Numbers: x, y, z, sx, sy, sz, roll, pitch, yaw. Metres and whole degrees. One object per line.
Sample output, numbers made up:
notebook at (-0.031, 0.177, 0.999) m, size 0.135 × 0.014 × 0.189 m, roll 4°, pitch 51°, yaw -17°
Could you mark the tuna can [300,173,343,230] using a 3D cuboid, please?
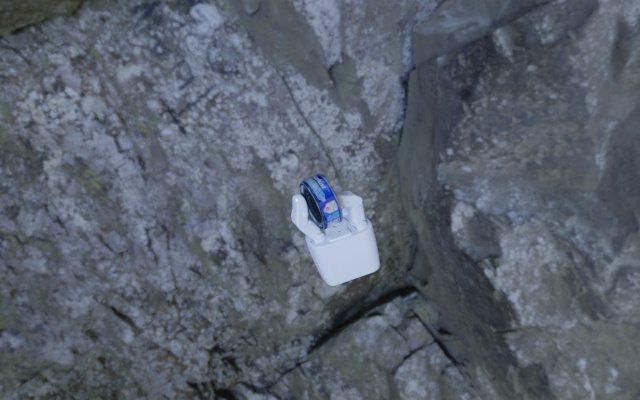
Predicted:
tuna can at (0.000, 0.003, 0.757) m, size 0.034 × 0.086 × 0.086 m, roll -25°, pitch 6°, yaw -14°
